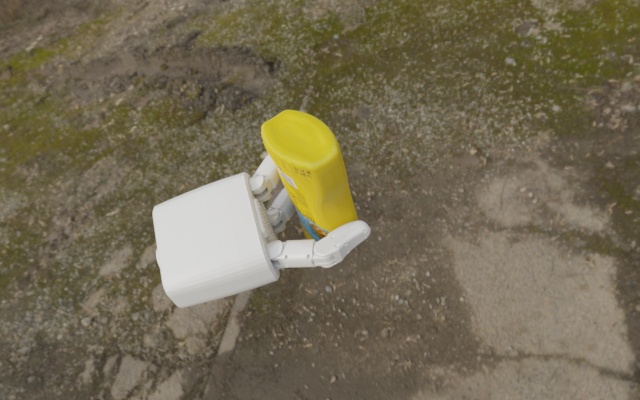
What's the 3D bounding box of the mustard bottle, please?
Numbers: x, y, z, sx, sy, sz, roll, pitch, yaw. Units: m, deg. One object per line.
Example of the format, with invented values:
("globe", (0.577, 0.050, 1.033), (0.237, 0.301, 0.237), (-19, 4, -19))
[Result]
("mustard bottle", (0.000, 0.001, 0.506), (0.058, 0.192, 0.096), (-36, 49, -16))
